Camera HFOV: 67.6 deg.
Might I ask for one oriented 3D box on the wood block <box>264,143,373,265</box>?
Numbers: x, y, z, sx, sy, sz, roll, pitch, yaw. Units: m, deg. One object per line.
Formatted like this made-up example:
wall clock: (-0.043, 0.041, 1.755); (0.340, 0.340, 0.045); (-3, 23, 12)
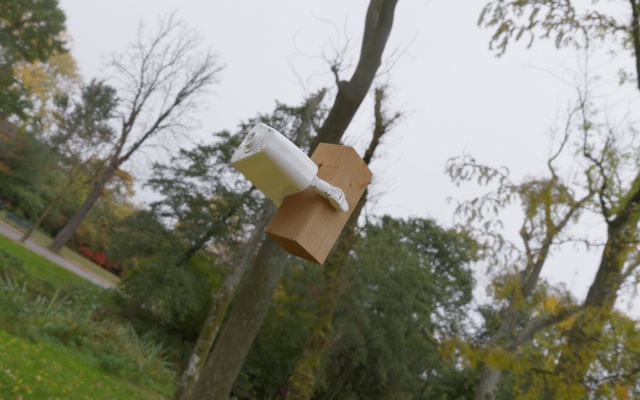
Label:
wood block: (0.000, 0.003, 0.892); (0.091, 0.206, 0.090); (14, -25, 43)
